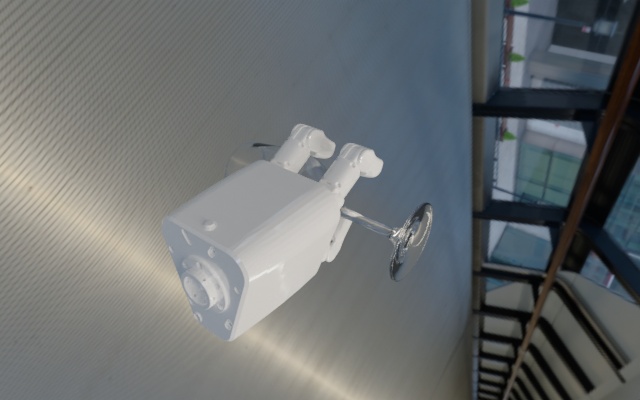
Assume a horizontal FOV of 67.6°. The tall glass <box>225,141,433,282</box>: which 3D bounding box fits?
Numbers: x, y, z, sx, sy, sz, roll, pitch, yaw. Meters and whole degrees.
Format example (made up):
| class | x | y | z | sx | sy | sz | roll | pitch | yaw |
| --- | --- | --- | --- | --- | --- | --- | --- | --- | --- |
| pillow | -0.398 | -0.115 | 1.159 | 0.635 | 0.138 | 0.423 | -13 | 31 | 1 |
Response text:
| class | x | y | z | sx | sy | sz | roll | pitch | yaw |
| --- | --- | --- | --- | --- | --- | --- | --- | --- | --- |
| tall glass | 0.001 | 0.002 | 0.460 | 0.201 | 0.079 | 0.079 | 24 | 12 | 29 |
